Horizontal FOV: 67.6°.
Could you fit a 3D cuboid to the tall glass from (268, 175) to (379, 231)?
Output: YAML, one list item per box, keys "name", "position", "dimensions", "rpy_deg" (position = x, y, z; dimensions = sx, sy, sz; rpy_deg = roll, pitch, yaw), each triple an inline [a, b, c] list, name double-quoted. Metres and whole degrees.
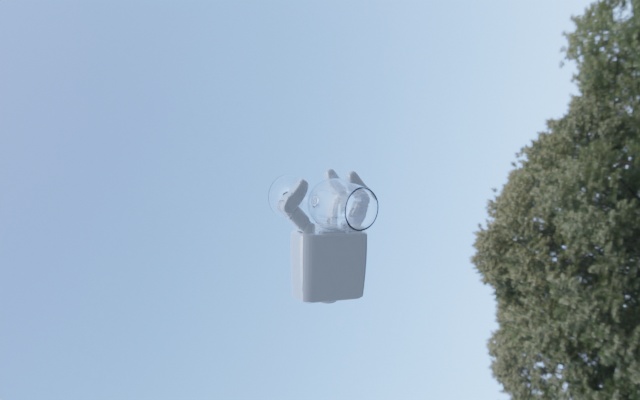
- name: "tall glass"
  position: [0.000, 0.002, 0.741]
  dimensions: [0.079, 0.079, 0.201]
  rpy_deg: [0, 5, -36]
